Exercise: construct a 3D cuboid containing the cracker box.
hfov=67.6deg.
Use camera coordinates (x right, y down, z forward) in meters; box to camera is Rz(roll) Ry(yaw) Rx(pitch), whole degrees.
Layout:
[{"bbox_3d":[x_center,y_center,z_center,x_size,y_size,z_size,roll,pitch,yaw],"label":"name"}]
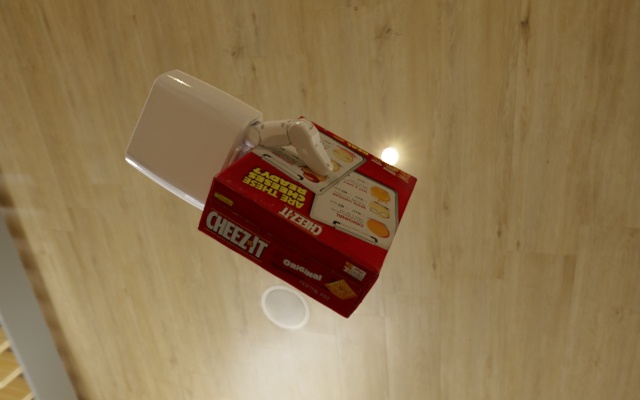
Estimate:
[{"bbox_3d":[0.000,0.001,0.502,0.164,0.072,0.213,30,31,5],"label":"cracker box"}]
